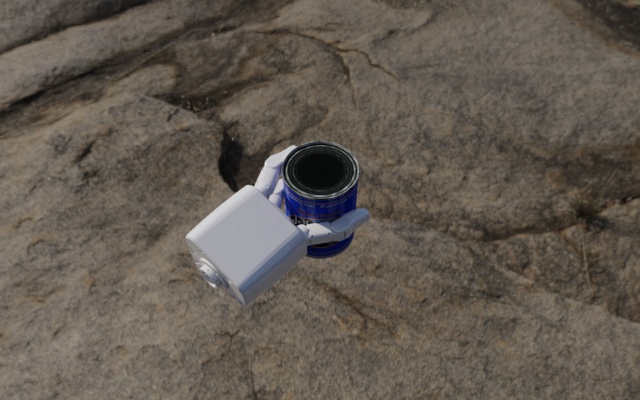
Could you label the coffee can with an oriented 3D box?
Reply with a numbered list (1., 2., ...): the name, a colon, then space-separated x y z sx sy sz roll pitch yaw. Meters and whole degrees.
1. coffee can: 0.000 0.002 0.672 0.103 0.102 0.140 0 -39 0
